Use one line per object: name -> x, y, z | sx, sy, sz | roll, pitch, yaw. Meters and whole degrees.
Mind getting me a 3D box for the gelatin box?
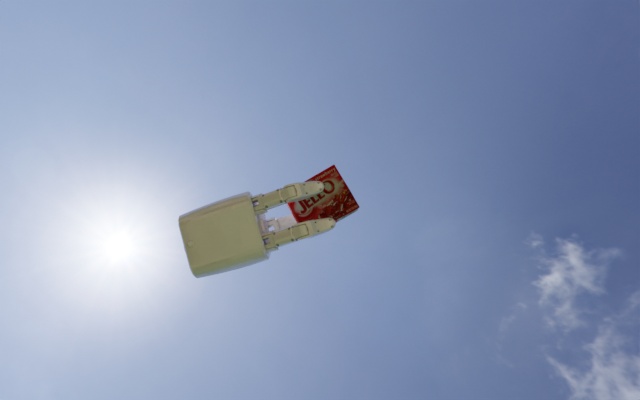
gelatin box -> 0.000, 0.002, 0.687 | 0.089, 0.073, 0.030 | -29, -8, -7
